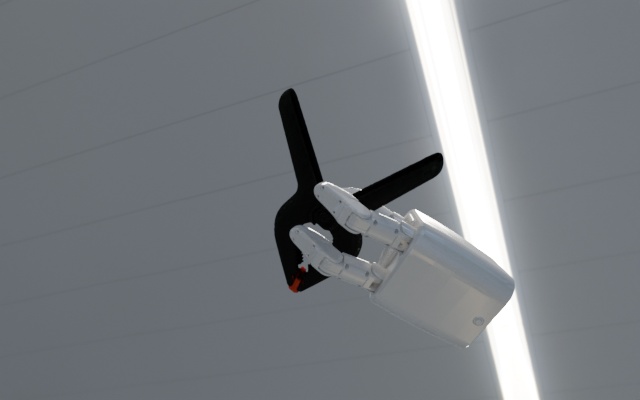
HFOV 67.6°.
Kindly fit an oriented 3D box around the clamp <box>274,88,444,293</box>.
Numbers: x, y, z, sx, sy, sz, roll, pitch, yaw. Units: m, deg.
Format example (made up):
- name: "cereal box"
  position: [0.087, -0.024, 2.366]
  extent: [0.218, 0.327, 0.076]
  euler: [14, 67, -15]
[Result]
- name: "clamp"
  position: [0.000, 0.002, 0.485]
  extent: [0.164, 0.210, 0.036]
  euler: [31, 27, 2]
